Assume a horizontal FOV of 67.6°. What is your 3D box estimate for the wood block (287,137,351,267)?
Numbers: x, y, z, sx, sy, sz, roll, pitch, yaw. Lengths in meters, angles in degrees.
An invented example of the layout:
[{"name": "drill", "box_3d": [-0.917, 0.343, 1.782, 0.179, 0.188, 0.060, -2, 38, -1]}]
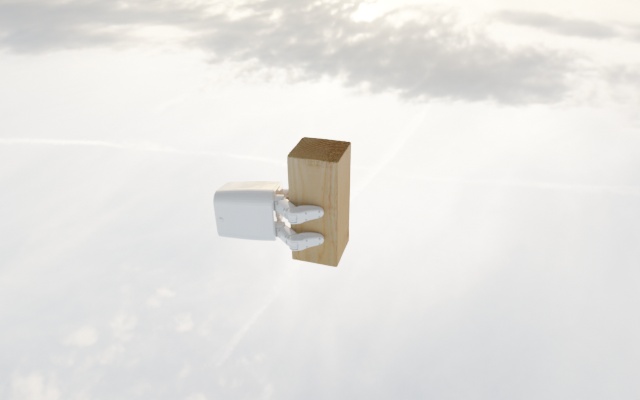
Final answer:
[{"name": "wood block", "box_3d": [0.000, 0.003, 0.843, 0.090, 0.206, 0.090, 8, 32, 14]}]
